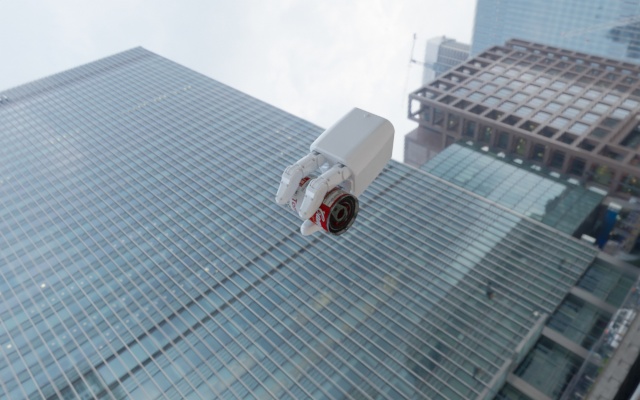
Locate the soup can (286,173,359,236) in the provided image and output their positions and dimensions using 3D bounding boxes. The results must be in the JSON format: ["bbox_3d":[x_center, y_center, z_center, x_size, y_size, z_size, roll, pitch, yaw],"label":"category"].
[{"bbox_3d":[0.000,0.003,0.746,0.102,0.068,0.068,30,19,36],"label":"soup can"}]
